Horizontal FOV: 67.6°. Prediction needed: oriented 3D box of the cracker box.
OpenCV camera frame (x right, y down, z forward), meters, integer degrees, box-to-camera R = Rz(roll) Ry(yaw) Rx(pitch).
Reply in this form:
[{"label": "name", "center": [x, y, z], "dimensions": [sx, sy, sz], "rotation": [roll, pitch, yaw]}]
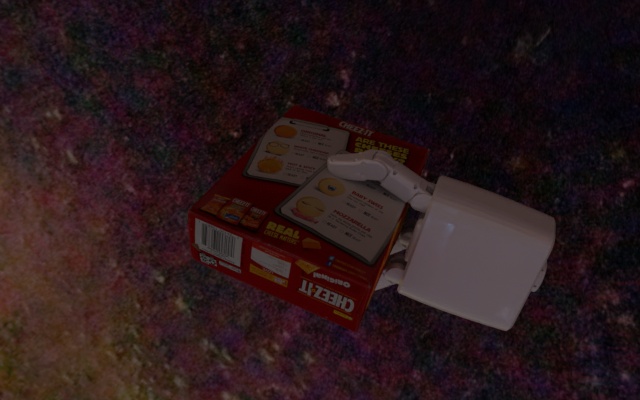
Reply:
[{"label": "cracker box", "center": [0.000, 0.002, 0.469], "dimensions": [0.164, 0.072, 0.213], "rotation": [21, 41, 12]}]
